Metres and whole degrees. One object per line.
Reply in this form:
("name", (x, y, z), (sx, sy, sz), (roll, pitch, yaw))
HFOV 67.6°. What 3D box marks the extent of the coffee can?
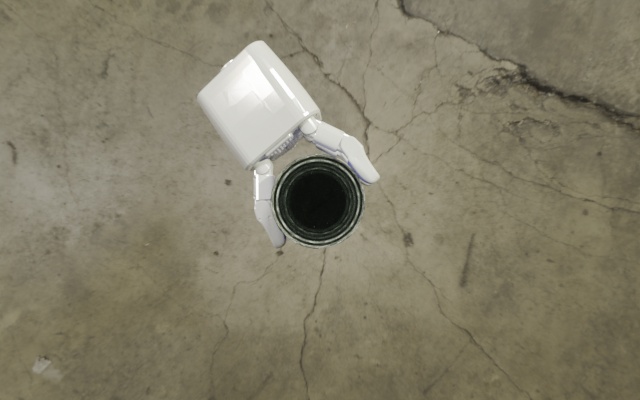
("coffee can", (0.000, 0.002, 0.582), (0.103, 0.103, 0.140), (0, -1, 2))
